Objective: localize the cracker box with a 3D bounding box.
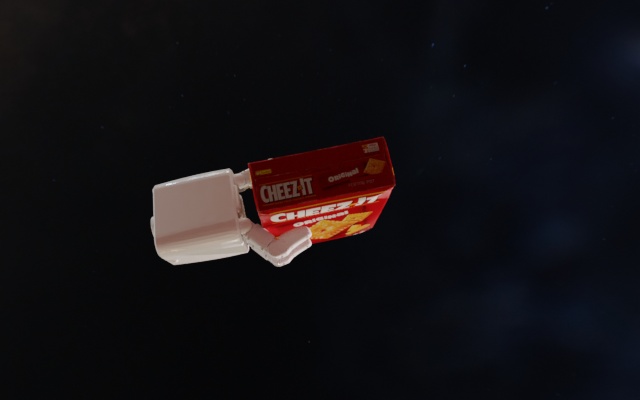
[{"bbox_3d":[0.000,0.002,0.644,0.164,0.072,0.214,-12,-16,-5],"label":"cracker box"}]
